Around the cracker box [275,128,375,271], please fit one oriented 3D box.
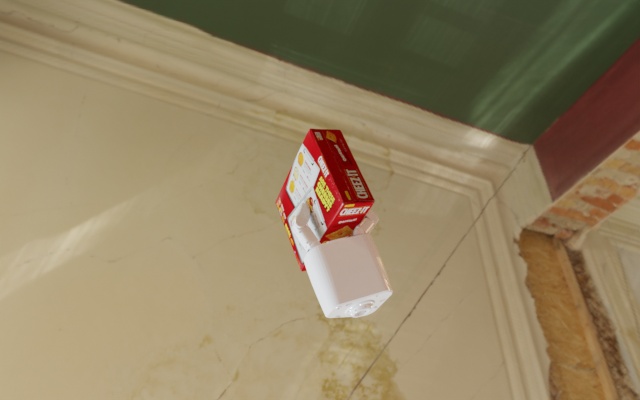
[{"bbox_3d":[0.000,0.003,0.861,0.072,0.164,0.214,-5,-35,-29],"label":"cracker box"}]
